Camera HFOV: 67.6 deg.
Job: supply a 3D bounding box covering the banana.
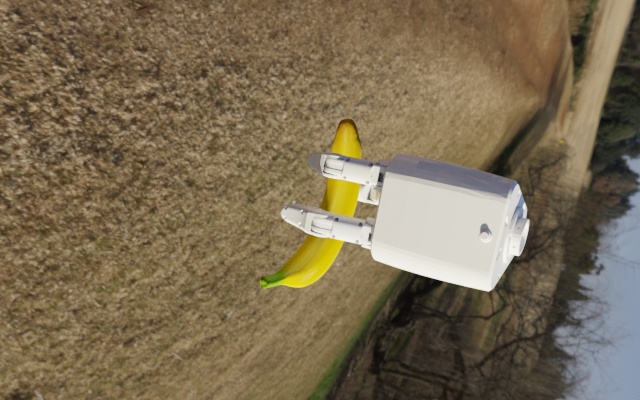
[{"bbox_3d":[0.008,0.012,0.505,0.037,0.197,0.070,16,-15,37],"label":"banana"}]
